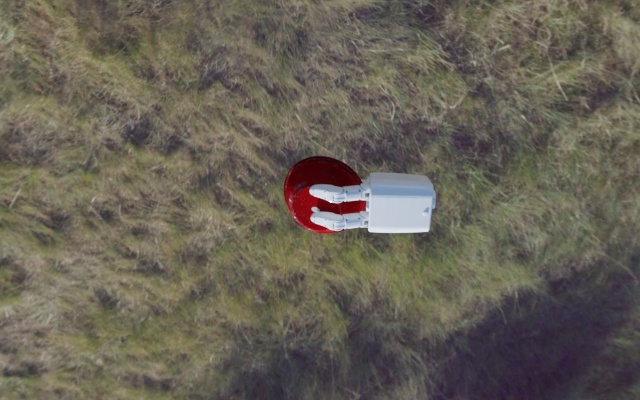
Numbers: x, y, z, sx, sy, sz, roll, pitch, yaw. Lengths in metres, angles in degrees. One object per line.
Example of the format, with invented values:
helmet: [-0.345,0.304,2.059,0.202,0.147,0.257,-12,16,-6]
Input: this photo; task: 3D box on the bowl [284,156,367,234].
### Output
bowl: [-0.001,0.003,0.870,0.162,0.162,0.055,0,28,18]
